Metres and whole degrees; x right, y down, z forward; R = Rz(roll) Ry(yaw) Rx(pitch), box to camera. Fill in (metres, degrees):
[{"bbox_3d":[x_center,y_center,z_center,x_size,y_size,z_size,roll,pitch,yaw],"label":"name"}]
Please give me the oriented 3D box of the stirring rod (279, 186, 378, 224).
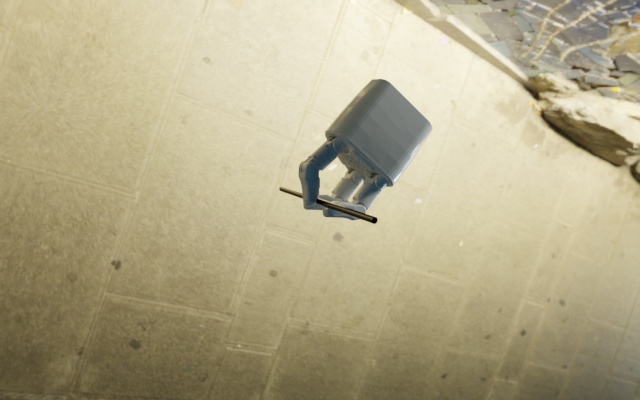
[{"bbox_3d":[0.000,0.002,0.627,0.011,0.011,0.239,0,10,-30],"label":"stirring rod"}]
